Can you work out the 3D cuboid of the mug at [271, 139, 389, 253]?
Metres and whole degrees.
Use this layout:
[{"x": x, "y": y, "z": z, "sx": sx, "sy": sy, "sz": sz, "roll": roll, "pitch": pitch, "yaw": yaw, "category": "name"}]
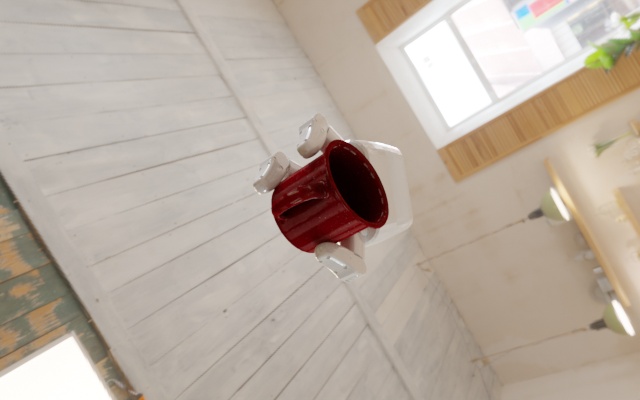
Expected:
[{"x": -0.001, "y": 0.002, "z": 0.456, "sx": 0.081, "sy": 0.093, "sz": 0.117, "roll": -30, "pitch": -13, "yaw": 32, "category": "mug"}]
